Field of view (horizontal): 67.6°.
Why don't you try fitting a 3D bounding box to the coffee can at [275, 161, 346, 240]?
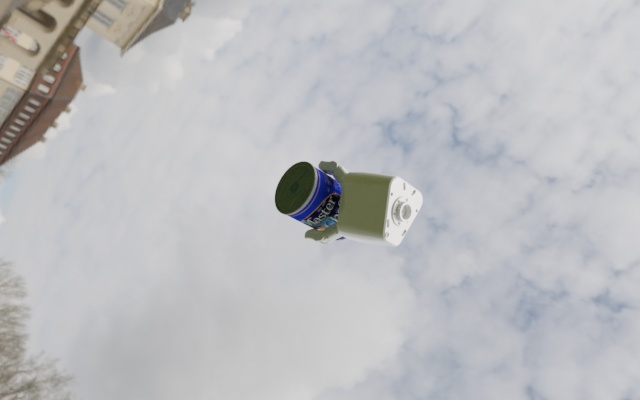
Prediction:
[{"bbox_3d":[0.000,0.003,0.888,0.103,0.102,0.140,0,-22,47],"label":"coffee can"}]
